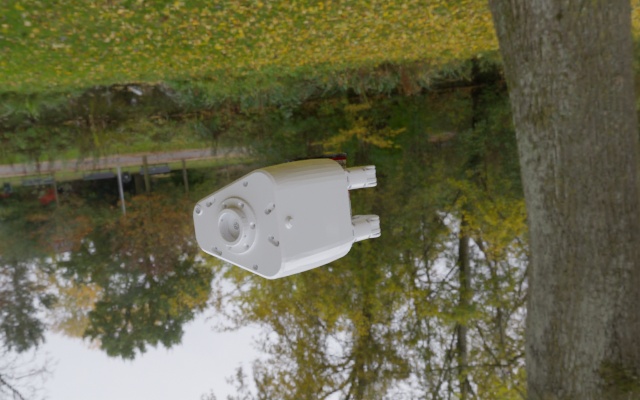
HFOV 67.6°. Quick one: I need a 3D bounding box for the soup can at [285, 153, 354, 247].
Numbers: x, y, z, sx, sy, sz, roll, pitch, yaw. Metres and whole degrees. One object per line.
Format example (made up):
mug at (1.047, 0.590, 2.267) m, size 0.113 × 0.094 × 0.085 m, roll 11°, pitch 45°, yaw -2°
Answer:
soup can at (0.000, 0.002, 0.527) m, size 0.068 × 0.102 × 0.068 m, roll -6°, pitch 4°, yaw 0°
